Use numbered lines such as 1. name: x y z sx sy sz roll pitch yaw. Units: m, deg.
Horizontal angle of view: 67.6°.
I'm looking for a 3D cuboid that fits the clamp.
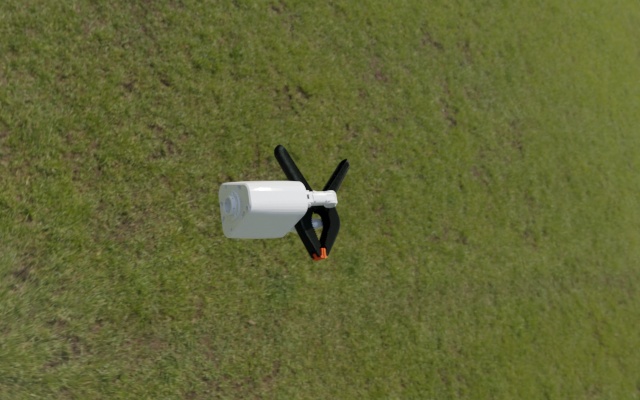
1. clamp: 0.001 0.003 0.871 0.164 0.210 0.036 -1 -15 -36
